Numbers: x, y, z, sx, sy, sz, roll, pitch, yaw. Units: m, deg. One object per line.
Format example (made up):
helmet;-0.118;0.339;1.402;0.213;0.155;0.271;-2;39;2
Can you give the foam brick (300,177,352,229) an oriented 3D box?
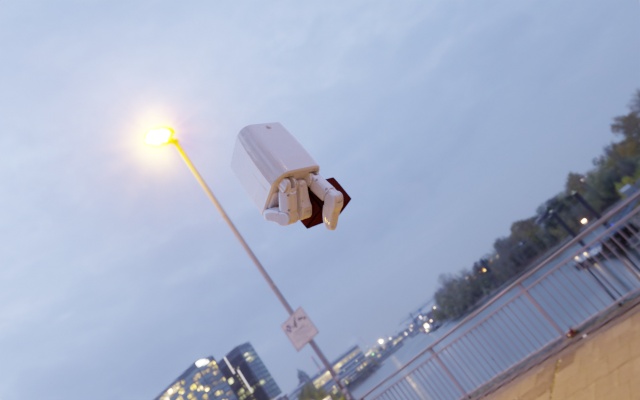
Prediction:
foam brick;0.000;0.003;0.765;0.078;0.051;0.053;-16;-30;-49
